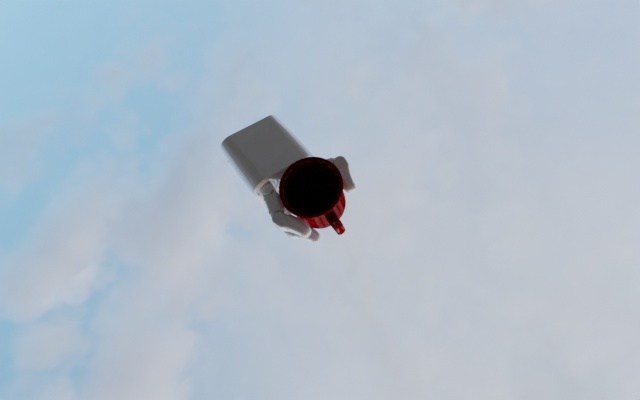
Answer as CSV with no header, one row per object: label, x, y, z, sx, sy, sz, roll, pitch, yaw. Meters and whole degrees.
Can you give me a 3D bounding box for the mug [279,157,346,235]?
mug,0.001,0.003,0.703,0.093,0.117,0.081,-37,-21,-4
